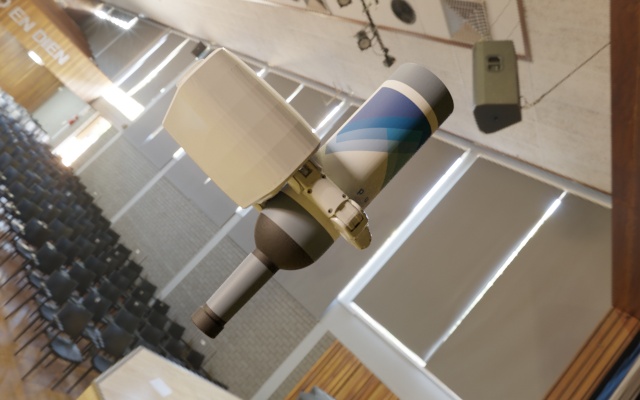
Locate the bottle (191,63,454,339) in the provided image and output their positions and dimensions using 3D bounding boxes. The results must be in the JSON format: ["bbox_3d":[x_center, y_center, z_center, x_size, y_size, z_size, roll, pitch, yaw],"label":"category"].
[{"bbox_3d":[0.000,0.001,0.425,0.069,0.295,0.069,42,-10,9],"label":"bottle"}]
